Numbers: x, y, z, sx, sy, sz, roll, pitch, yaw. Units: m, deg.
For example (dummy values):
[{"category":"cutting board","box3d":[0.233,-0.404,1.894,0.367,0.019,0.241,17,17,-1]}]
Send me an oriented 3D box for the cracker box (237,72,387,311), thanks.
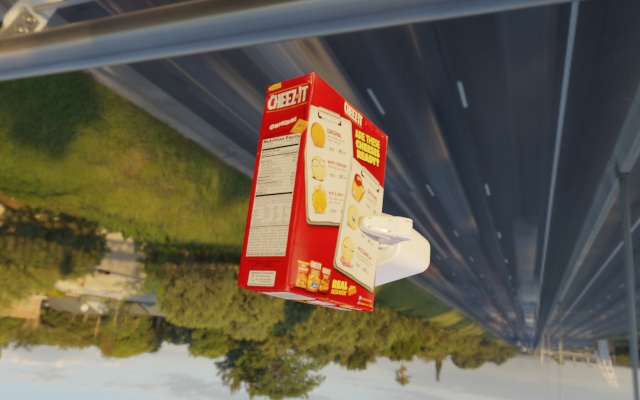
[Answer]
[{"category":"cracker box","box3d":[0.000,0.002,0.512,0.072,0.213,0.164,-5,-19,33]}]
